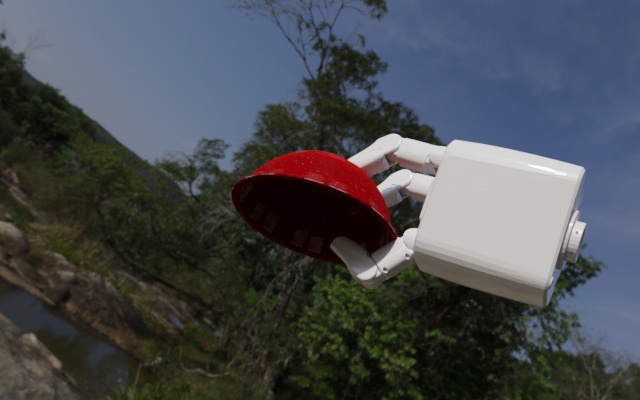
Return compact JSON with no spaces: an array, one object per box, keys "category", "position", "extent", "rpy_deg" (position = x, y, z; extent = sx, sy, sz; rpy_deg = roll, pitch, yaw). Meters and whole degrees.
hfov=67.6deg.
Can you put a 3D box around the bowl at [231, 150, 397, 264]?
[{"category":"bowl","position":[-0.001,0.001,0.458],"extent":[0.162,0.055,0.162],"rpy_deg":[15,-28,8]}]
